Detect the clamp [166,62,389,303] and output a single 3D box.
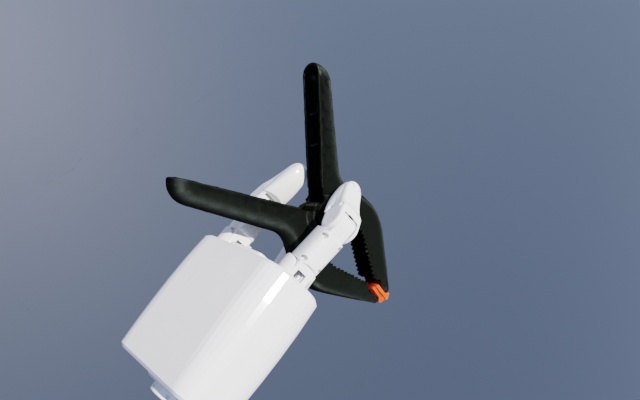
[{"bbox_3d":[0.001,0.002,0.404,0.210,0.164,0.036,48,-21,-23],"label":"clamp"}]
